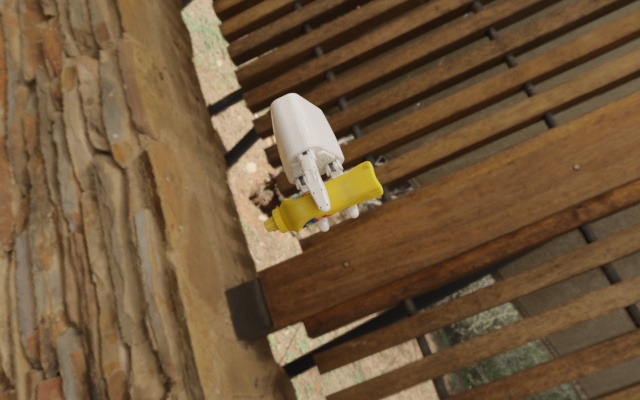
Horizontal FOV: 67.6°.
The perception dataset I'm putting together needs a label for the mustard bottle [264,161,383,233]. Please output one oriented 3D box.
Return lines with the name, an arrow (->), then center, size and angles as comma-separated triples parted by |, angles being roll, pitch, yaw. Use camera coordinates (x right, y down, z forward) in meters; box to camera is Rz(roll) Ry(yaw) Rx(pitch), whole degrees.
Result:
mustard bottle -> 0.000, 0.003, 0.745 | 0.191, 0.058, 0.096 | -24, 1, 7
